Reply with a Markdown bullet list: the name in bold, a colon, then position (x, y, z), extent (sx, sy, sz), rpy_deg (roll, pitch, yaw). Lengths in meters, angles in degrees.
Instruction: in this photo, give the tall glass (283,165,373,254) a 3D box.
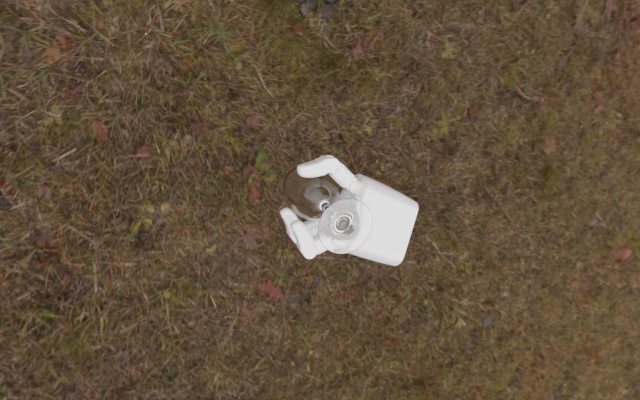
- **tall glass**: position (0.000, 0.002, 0.686), extent (0.079, 0.079, 0.201), rpy_deg (0, 18, -20)
